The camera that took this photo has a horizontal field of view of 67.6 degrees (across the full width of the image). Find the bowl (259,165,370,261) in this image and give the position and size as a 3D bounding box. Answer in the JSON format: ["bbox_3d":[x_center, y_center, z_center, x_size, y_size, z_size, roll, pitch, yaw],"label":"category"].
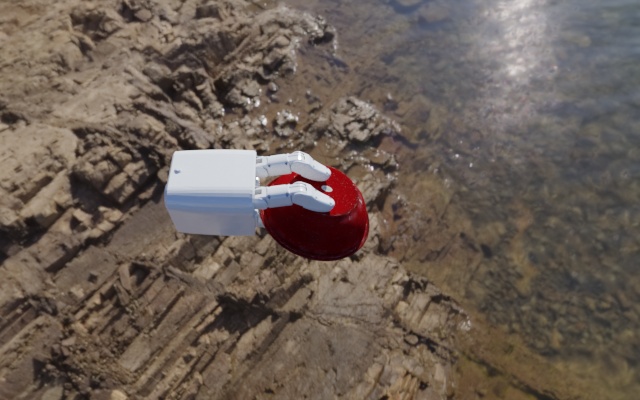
[{"bbox_3d":[0.001,0.002,0.658,0.162,0.162,0.055,0,-40,-21],"label":"bowl"}]
